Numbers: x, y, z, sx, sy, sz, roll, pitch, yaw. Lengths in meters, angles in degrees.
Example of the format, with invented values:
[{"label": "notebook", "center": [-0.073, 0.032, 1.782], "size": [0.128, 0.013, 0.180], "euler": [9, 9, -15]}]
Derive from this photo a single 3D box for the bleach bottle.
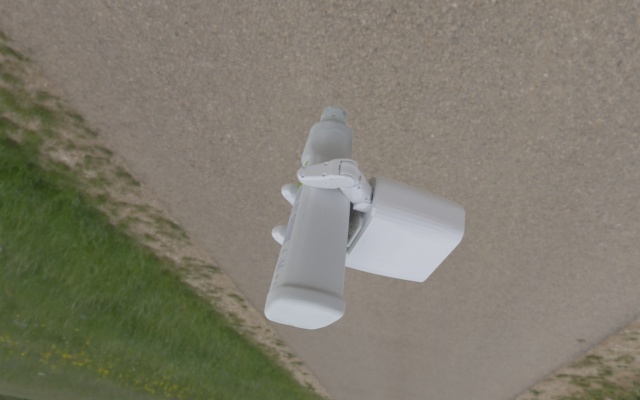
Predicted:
[{"label": "bleach bottle", "center": [0.000, 0.002, 0.510], "size": [0.068, 0.250, 0.103], "euler": [16, -27, -11]}]
